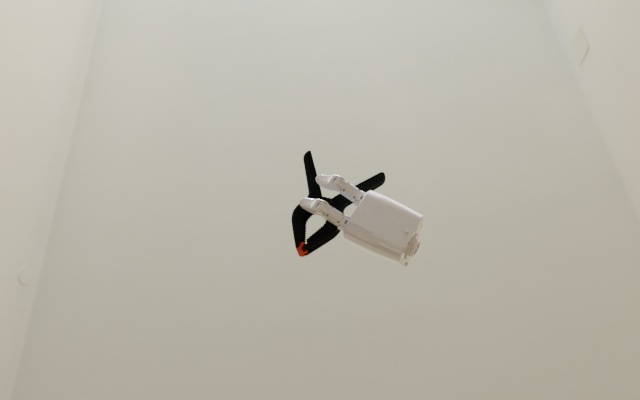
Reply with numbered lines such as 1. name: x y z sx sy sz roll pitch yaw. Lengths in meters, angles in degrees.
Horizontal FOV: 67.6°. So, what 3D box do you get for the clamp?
1. clamp: 0.000 0.004 0.868 0.164 0.210 0.036 25 -23 22
